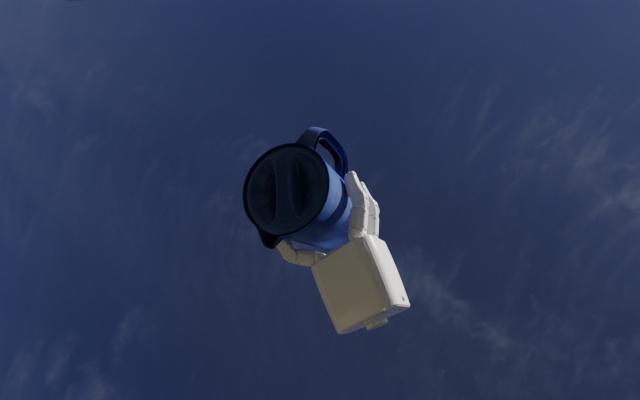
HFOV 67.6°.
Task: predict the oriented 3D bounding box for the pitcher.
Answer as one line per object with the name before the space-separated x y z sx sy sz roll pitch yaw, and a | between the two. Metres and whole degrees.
pitcher | 0.000 0.003 0.751 0.149 0.145 0.243 -30 -24 14
